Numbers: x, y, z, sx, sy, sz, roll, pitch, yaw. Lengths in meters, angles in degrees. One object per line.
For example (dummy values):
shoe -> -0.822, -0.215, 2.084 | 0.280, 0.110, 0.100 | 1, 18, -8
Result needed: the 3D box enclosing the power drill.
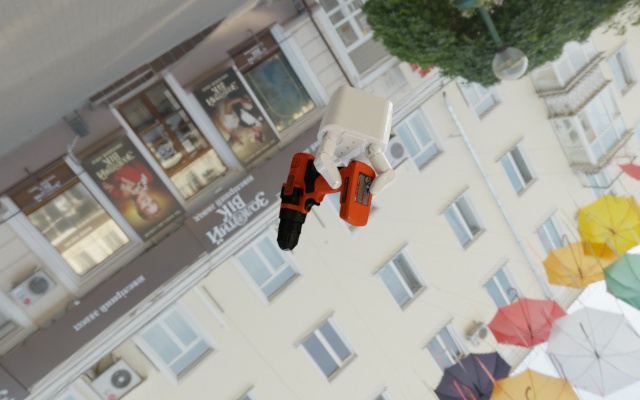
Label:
power drill -> 0.001, 0.002, 0.825 | 0.187, 0.184, 0.057 | 2, -12, 45
